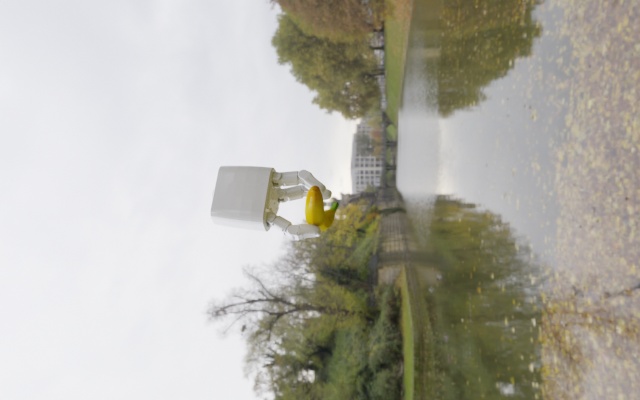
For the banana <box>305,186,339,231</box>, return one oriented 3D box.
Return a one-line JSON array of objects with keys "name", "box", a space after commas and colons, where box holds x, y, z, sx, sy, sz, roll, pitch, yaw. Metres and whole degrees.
[{"name": "banana", "box": [-0.003, 0.022, 0.873, 0.037, 0.069, 0.198, 10, -6, 12]}]
